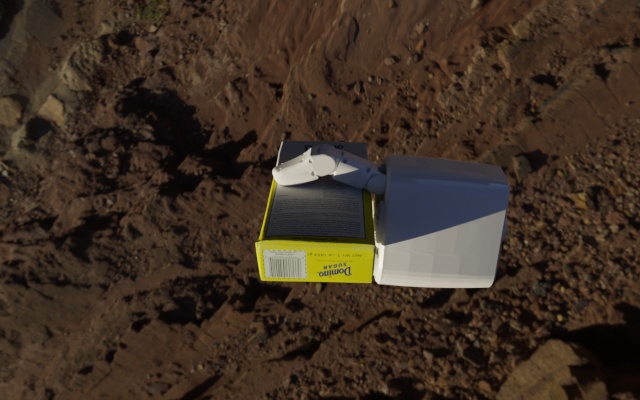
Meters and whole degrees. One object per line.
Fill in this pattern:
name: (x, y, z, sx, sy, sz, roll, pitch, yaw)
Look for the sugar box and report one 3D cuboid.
sugar box: (0.000, 0.002, 0.443, 0.093, 0.048, 0.176, 2, 31, 3)
